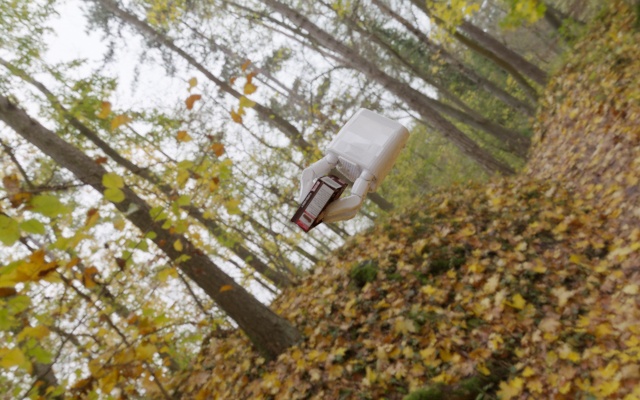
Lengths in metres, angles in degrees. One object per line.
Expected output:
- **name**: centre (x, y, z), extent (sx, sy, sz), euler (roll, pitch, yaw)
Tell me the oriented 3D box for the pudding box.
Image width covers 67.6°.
- **pudding box**: centre (0.000, 0.003, 0.812), extent (0.039, 0.090, 0.113), euler (36, 12, 10)
